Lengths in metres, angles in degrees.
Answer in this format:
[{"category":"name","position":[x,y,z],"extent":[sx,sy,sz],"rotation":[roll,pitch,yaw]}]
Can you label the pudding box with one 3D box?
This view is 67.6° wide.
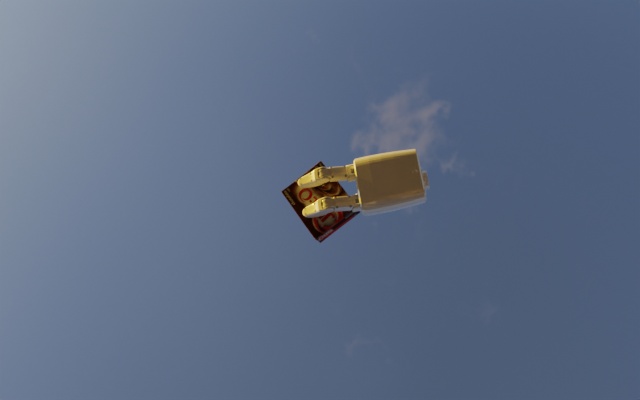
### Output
[{"category":"pudding box","position":[0.000,0.003,0.827],"extent":[0.090,0.113,0.039],"rotation":[-38,-24,1]}]
